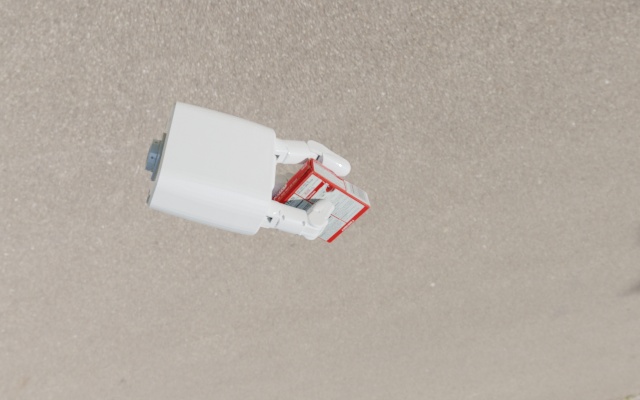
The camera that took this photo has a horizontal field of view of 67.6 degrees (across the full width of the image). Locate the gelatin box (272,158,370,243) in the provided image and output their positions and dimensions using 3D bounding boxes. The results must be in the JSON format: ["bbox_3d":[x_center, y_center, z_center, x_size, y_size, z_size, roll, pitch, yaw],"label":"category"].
[{"bbox_3d":[0.000,0.002,0.548,0.089,0.030,0.073,30,-59,-26],"label":"gelatin box"}]
